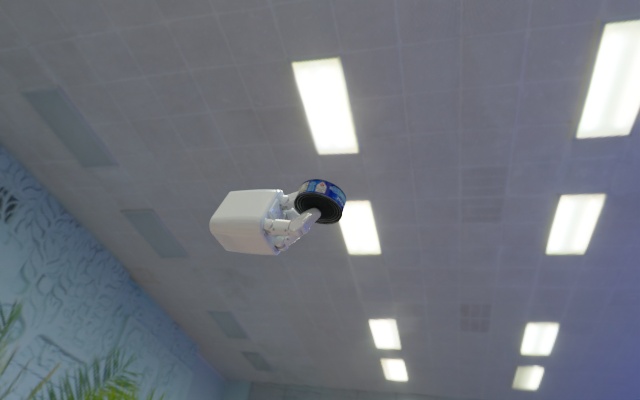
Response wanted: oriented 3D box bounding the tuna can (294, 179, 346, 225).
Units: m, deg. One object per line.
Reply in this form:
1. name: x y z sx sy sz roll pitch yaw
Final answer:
1. tuna can: 0.000 0.002 0.814 0.086 0.033 0.086 13 -35 9
